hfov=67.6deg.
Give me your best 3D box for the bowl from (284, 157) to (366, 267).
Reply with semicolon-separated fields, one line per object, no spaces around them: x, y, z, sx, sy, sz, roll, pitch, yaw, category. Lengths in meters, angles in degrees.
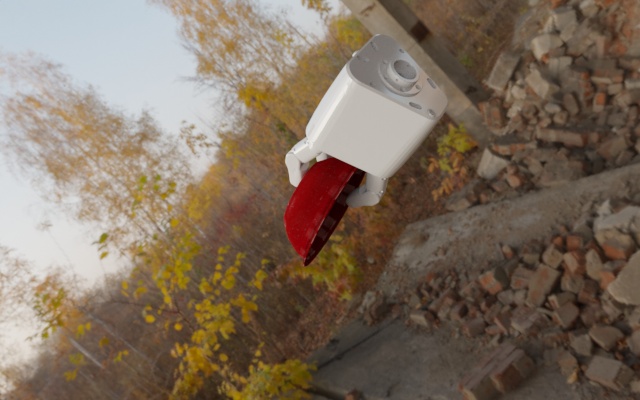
-0.001;0.003;0.612;0.055;0.162;0.162;30;5;9;bowl
